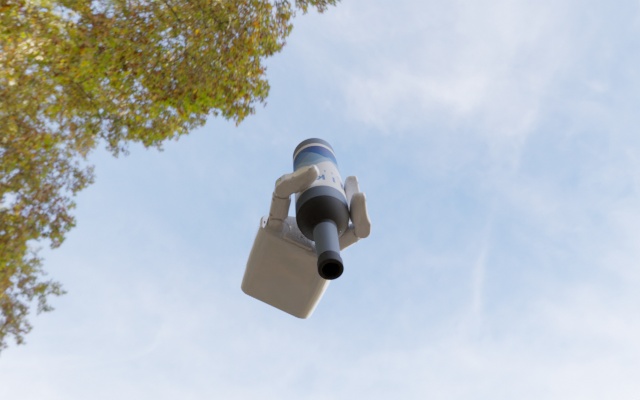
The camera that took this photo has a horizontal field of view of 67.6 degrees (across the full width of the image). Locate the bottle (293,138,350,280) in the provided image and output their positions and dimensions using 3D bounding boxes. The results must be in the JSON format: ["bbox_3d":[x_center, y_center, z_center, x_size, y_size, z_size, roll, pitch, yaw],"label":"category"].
[{"bbox_3d":[0.000,0.002,0.617,0.069,0.069,0.295,0,28,-5],"label":"bottle"}]
